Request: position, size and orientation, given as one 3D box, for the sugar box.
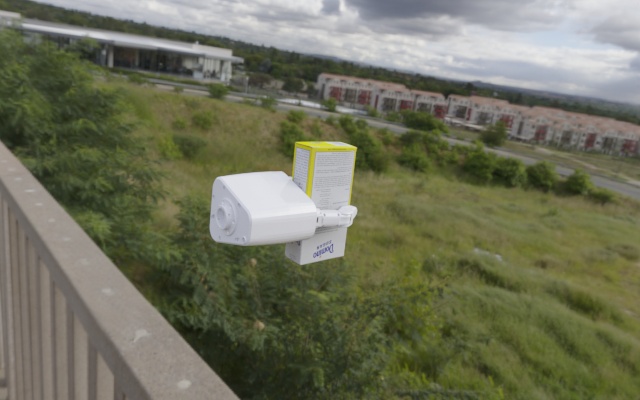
[{"bbox_3d":[0.000,0.002,0.716,0.093,0.176,0.048,-5,21,-41],"label":"sugar box"}]
